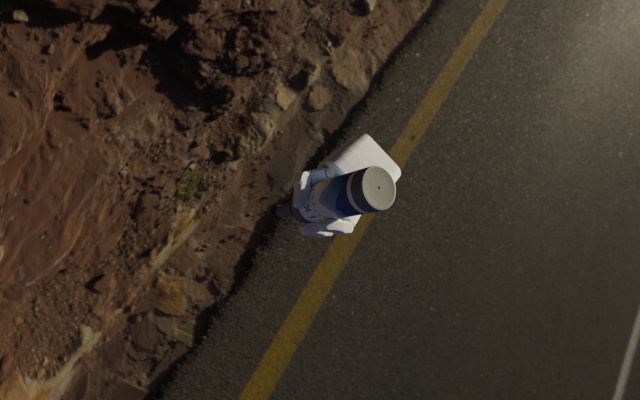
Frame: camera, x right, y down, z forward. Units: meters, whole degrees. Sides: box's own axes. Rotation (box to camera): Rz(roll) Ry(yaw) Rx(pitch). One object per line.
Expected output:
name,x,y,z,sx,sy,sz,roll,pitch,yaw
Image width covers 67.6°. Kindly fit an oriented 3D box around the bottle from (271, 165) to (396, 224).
bottle,0.000,0.003,0.803,0.069,0.069,0.296,0,-8,-35
